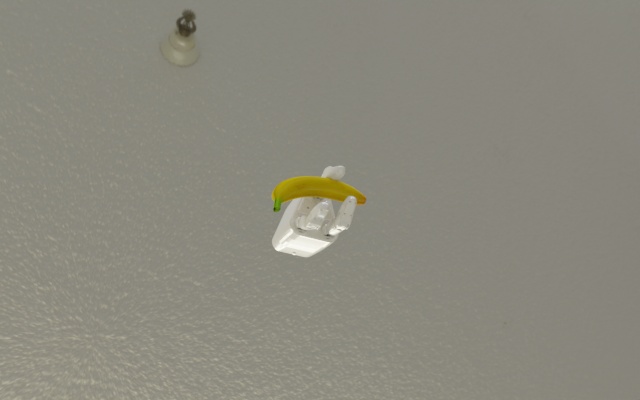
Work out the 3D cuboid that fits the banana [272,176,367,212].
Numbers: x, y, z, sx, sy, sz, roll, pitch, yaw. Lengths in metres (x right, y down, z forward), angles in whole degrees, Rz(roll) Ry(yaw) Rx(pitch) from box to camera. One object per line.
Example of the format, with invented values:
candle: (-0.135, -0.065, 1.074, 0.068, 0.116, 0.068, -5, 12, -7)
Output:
banana: (-0.009, -0.013, 0.832, 0.198, 0.069, 0.037, -6, -29, -35)
